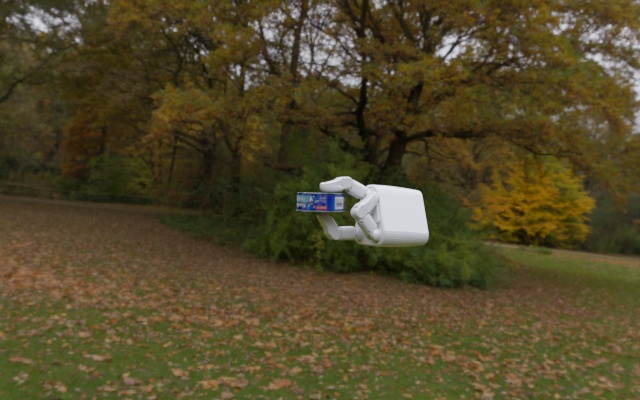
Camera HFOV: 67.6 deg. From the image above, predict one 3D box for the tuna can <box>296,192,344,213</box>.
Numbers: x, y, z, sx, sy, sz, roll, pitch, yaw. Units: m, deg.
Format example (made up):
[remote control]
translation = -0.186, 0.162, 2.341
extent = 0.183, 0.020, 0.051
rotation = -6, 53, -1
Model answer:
[tuna can]
translation = 0.000, 0.002, 0.849
extent = 0.086, 0.034, 0.086
rotation = 1, 2, 0
